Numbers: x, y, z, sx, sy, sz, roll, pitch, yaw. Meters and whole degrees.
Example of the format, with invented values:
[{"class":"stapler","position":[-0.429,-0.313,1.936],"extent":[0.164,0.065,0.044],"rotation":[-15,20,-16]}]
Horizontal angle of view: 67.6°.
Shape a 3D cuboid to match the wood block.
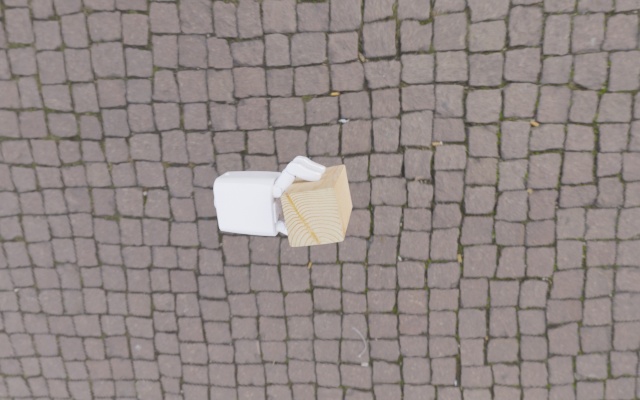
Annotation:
[{"class":"wood block","position":[0.000,0.003,0.849],"extent":[0.090,0.091,0.206],"rotation":[-8,13,10]}]
